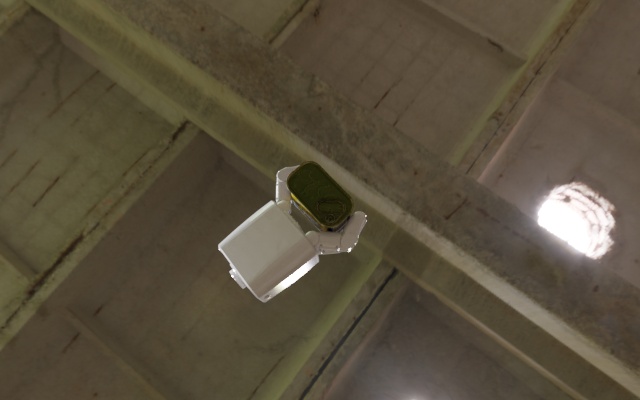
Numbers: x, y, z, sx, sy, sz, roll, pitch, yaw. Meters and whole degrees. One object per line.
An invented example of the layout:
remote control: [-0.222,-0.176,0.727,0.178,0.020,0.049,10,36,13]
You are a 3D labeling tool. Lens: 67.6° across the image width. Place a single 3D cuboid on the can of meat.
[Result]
can of meat: [0.000,0.002,0.706,0.057,0.102,0.084,-42,-14,-10]
